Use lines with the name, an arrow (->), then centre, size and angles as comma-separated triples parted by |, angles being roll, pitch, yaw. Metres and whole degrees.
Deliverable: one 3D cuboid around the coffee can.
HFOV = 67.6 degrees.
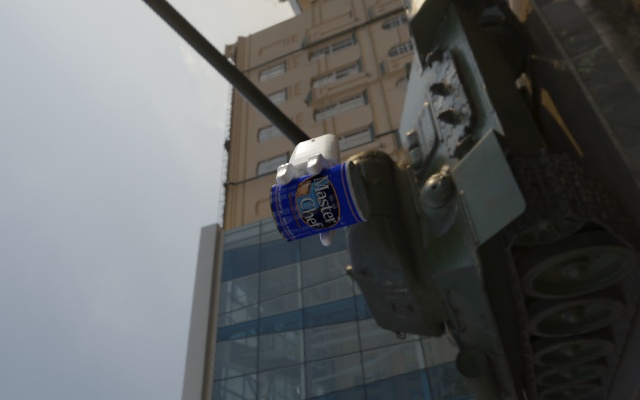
coffee can -> 0.000, 0.003, 0.797 | 0.140, 0.103, 0.103 | -16, -4, 15
